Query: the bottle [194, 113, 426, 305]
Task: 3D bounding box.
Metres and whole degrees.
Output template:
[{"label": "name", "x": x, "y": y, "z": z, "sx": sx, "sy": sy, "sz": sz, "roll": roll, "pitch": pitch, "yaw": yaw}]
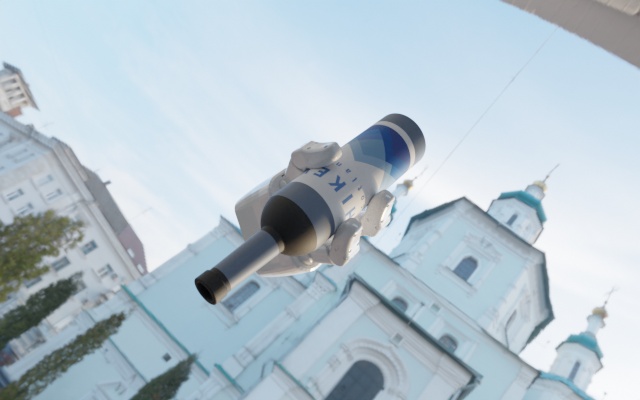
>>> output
[{"label": "bottle", "x": 0.000, "y": 0.001, "z": 0.475, "sx": 0.069, "sy": 0.069, "sz": 0.295, "roll": 0, "pitch": 30, "yaw": 48}]
